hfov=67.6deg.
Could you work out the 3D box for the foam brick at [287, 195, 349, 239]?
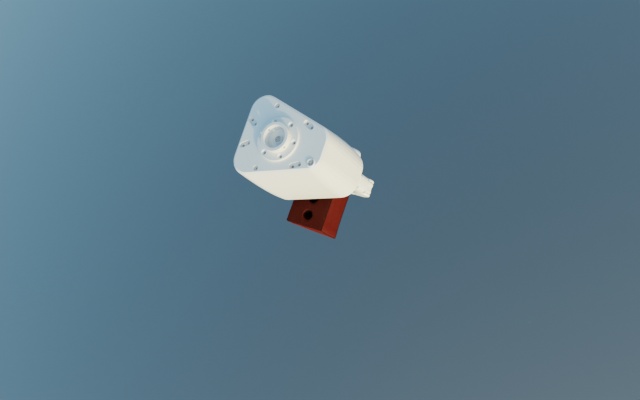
[{"bbox_3d":[0.000,0.002,0.612,0.053,0.078,0.051,16,-5,25],"label":"foam brick"}]
